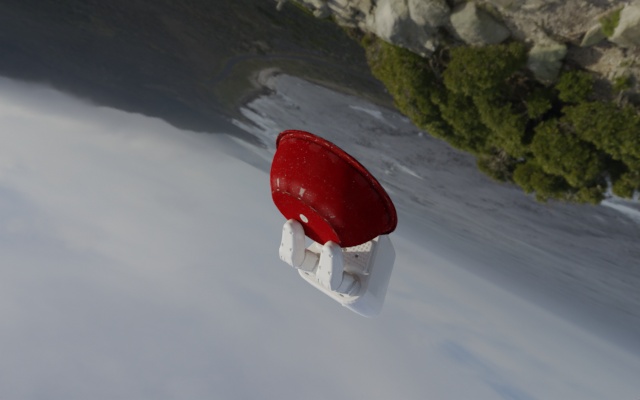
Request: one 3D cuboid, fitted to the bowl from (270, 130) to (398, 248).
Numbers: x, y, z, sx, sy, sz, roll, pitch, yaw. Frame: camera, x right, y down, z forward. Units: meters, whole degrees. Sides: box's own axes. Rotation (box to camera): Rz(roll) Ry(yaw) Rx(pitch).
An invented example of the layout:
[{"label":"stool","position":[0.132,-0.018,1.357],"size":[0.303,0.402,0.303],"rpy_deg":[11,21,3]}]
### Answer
[{"label":"bowl","position":[-0.001,0.001,0.509],"size":[0.162,0.055,0.162],"rpy_deg":[34,-21,15]}]
